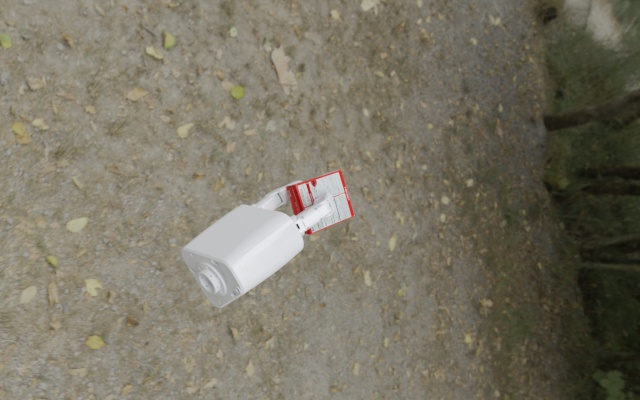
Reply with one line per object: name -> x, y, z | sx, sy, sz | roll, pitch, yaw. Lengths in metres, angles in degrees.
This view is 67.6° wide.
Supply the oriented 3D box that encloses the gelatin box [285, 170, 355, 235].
gelatin box -> 0.001, 0.002, 0.687 | 0.089, 0.073, 0.030 | -20, 6, -36
